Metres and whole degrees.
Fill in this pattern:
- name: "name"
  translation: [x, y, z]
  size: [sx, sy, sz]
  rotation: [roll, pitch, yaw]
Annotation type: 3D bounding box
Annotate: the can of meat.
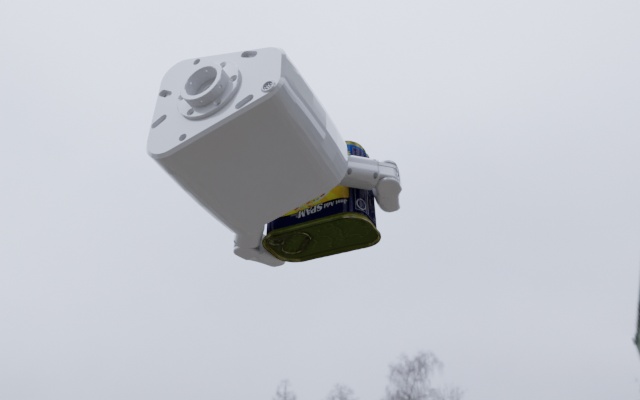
- name: "can of meat"
  translation: [0.000, 0.001, 0.437]
  size: [0.102, 0.084, 0.057]
  rotation: [-15, -35, 22]
